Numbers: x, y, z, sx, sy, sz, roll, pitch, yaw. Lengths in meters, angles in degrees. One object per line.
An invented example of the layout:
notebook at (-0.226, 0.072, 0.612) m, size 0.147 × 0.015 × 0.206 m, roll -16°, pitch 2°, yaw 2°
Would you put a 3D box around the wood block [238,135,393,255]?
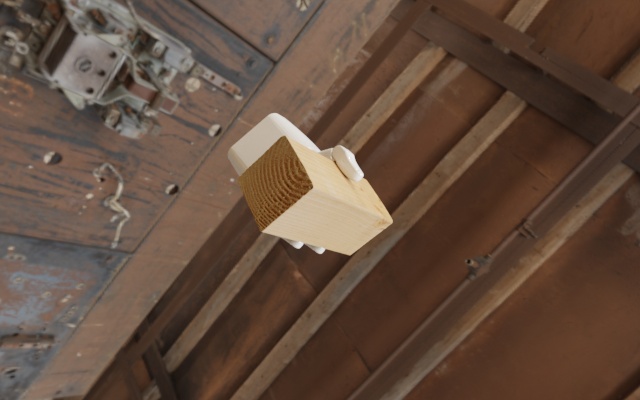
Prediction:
wood block at (0.000, 0.002, 0.653) m, size 0.091 × 0.090 × 0.206 m, roll -41°, pitch -32°, yaw 19°
